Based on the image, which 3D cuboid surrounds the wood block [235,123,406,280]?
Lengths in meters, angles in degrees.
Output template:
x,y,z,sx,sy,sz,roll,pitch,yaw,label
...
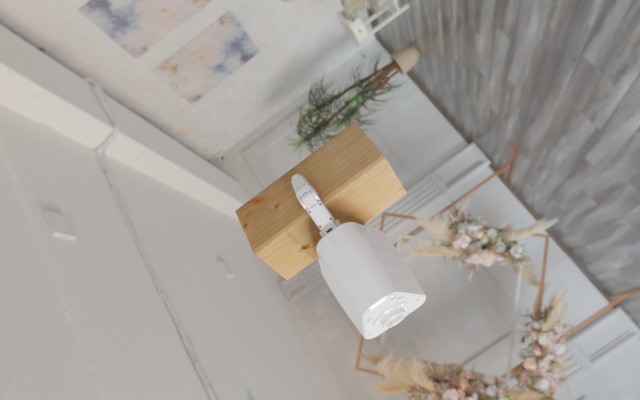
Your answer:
x,y,z,sx,sy,sz,roll,pitch,yaw,label
0.000,0.002,0.658,0.206,0.090,0.091,-36,-43,4,wood block
